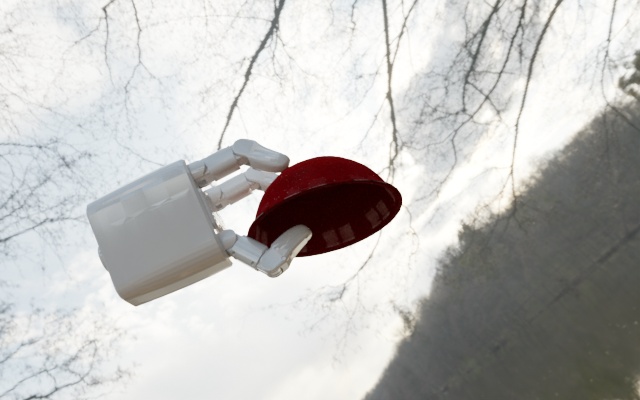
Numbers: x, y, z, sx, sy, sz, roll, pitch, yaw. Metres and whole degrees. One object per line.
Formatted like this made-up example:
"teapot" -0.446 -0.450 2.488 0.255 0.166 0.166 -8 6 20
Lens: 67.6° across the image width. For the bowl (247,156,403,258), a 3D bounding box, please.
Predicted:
"bowl" 0.001 0.001 0.494 0.162 0.055 0.162 -12 -27 -6
